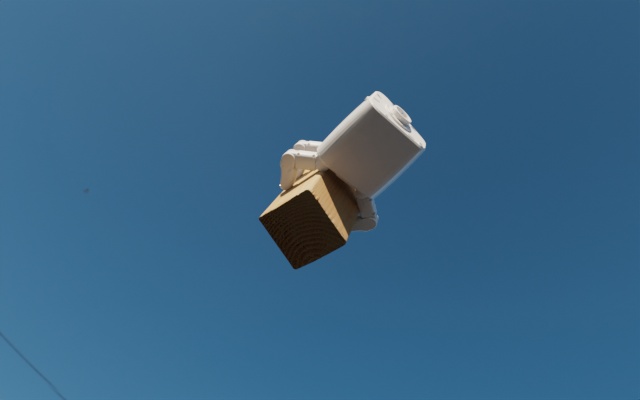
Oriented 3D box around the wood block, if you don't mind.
[{"bbox_3d":[0.001,0.002,0.714,0.090,0.091,0.206,-30,11,24],"label":"wood block"}]
